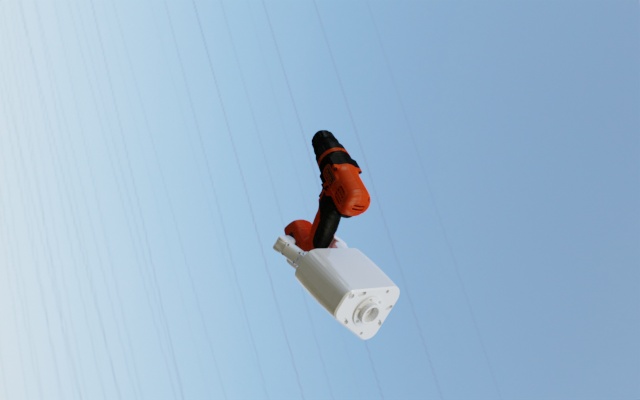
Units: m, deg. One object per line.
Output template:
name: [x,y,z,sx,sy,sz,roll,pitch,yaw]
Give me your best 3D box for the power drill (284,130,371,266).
power drill: [0.000,0.003,0.757,0.057,0.188,0.184,7,37,-25]
